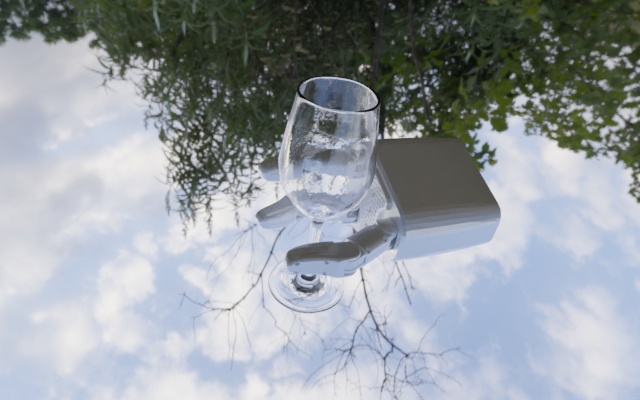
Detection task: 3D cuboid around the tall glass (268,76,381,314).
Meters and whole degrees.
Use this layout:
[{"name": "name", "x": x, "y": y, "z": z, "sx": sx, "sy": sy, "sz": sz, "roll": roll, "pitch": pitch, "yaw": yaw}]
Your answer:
[{"name": "tall glass", "x": 0.000, "y": 0.002, "z": 0.405, "sx": 0.079, "sy": 0.201, "sz": 0.079, "roll": 6, "pitch": 36, "yaw": -4}]
